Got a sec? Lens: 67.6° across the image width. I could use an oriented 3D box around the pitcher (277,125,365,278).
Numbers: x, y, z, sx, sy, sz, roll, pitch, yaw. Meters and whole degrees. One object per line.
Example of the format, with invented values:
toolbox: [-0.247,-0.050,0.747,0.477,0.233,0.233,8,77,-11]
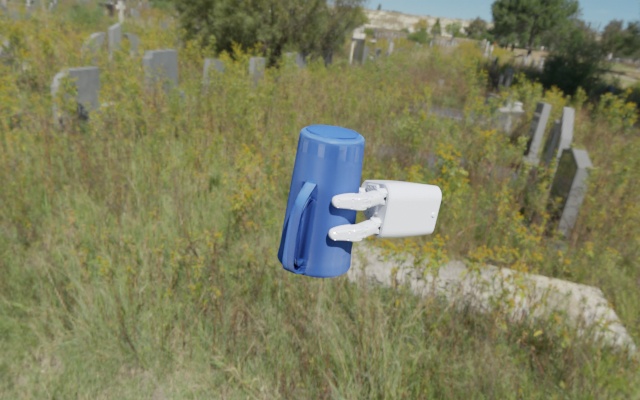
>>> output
pitcher: [0.000,0.003,0.810,0.145,0.243,0.149,1,21,-19]
